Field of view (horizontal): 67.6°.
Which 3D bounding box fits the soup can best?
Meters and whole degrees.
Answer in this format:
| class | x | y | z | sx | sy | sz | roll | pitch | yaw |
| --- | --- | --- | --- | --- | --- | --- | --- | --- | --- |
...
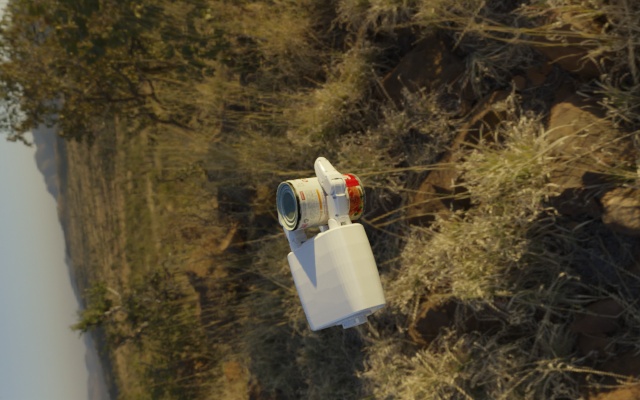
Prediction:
| class | x | y | z | sx | sy | sz | roll | pitch | yaw |
| --- | --- | --- | --- | --- | --- | --- | --- | --- | --- |
| soup can | 0.000 | 0.002 | 0.642 | 0.102 | 0.068 | 0.068 | -8 | 4 | -28 |
